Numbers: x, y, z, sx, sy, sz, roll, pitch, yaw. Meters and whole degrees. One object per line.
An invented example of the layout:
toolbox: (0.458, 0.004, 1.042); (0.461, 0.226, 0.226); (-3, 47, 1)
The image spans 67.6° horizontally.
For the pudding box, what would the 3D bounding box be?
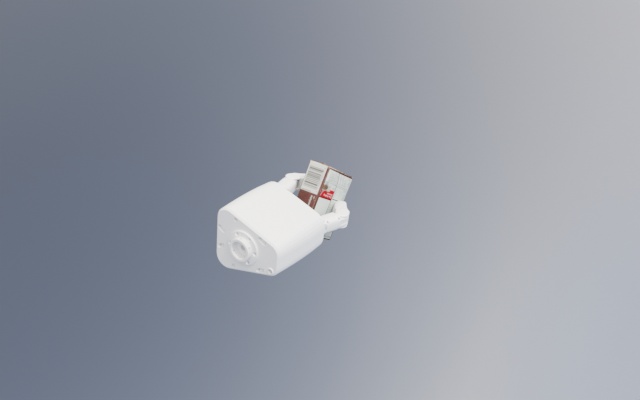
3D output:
pudding box: (0.000, 0.002, 0.743); (0.039, 0.113, 0.090); (23, 2, 28)
